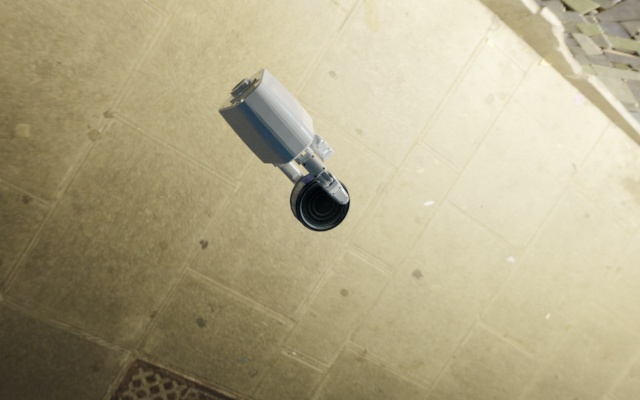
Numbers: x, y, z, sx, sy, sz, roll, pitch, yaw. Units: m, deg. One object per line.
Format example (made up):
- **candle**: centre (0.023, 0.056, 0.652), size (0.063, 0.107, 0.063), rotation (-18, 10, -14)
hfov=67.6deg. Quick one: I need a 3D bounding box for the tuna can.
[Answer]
- **tuna can**: centre (0.000, 0.003, 0.704), size (0.086, 0.086, 0.033), rotation (0, 17, -21)
